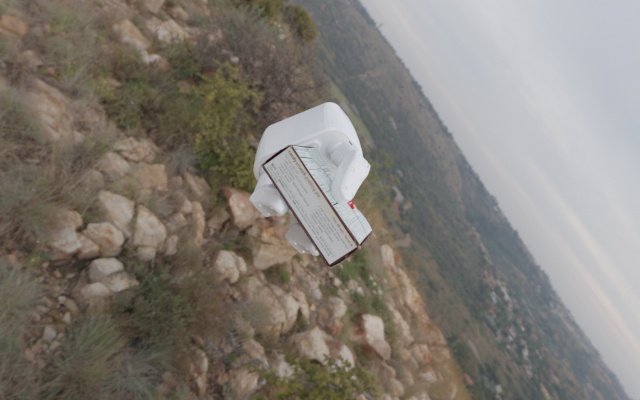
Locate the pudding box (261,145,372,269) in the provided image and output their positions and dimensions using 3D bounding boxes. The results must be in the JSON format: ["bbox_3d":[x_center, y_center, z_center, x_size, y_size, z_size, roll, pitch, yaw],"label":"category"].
[{"bbox_3d":[0.000,0.001,0.455,0.039,0.113,0.090,-36,-4,14],"label":"pudding box"}]
